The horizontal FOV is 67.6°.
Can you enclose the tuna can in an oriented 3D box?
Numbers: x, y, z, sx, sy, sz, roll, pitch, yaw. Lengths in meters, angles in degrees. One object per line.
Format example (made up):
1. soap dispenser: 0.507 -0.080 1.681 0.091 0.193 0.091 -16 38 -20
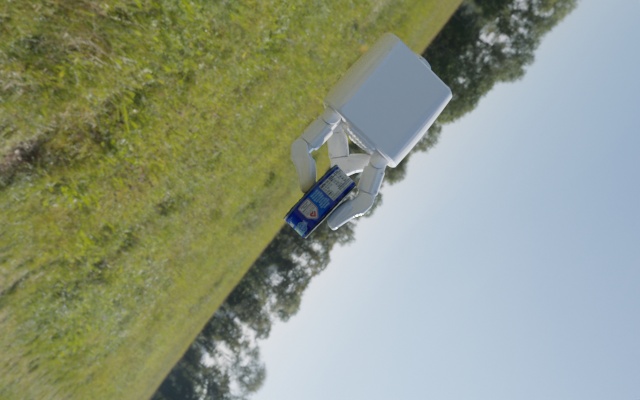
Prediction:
1. tuna can: 0.000 0.002 0.534 0.034 0.086 0.086 44 2 2
